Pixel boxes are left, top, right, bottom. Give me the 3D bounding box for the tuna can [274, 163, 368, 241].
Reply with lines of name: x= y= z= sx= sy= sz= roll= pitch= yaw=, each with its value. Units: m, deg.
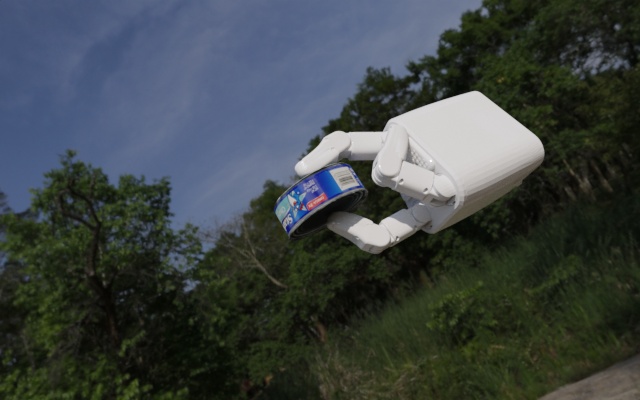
tuna can: x=0.000 y=0.001 z=0.451 sx=0.086 sy=0.033 sz=0.086 roll=-29 pitch=-15 yaw=-8
